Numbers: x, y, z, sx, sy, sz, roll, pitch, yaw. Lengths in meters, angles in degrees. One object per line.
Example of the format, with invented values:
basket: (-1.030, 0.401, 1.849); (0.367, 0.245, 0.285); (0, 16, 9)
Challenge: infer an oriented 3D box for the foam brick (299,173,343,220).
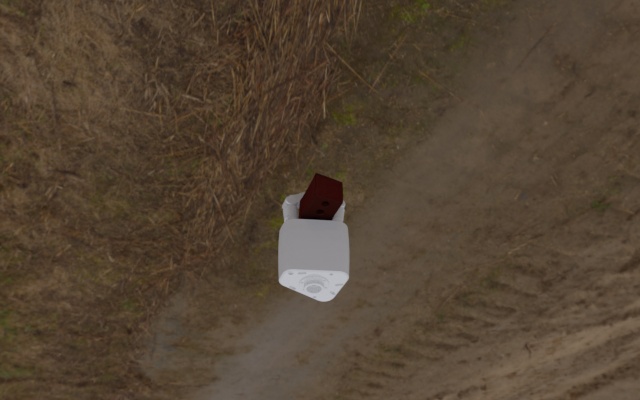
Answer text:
foam brick: (0.000, 0.002, 0.824); (0.053, 0.051, 0.078); (17, -46, -15)
